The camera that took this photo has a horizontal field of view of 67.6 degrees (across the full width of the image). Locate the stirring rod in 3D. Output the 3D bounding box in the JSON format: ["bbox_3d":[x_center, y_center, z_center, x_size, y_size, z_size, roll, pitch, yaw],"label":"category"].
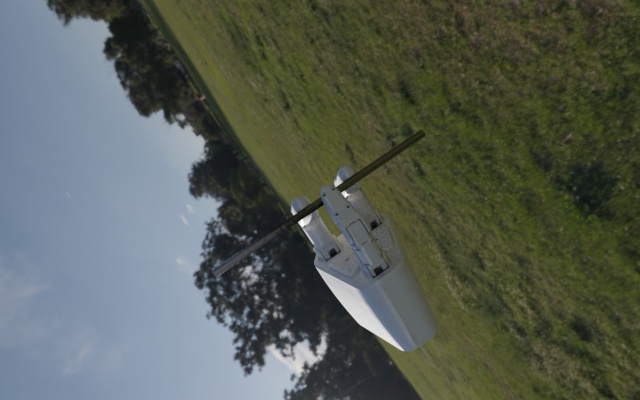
[{"bbox_3d":[0.000,0.001,0.454,0.239,0.011,0.011,-34,3,-4],"label":"stirring rod"}]
